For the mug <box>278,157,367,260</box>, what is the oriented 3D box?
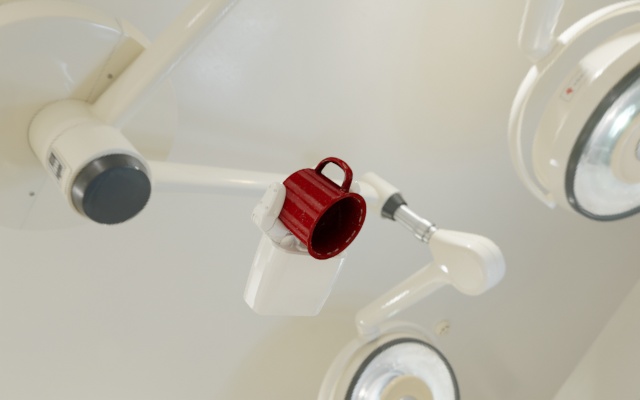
[{"bbox_3d":[0.000,0.001,0.582,0.093,0.117,0.081,0,29,-47],"label":"mug"}]
